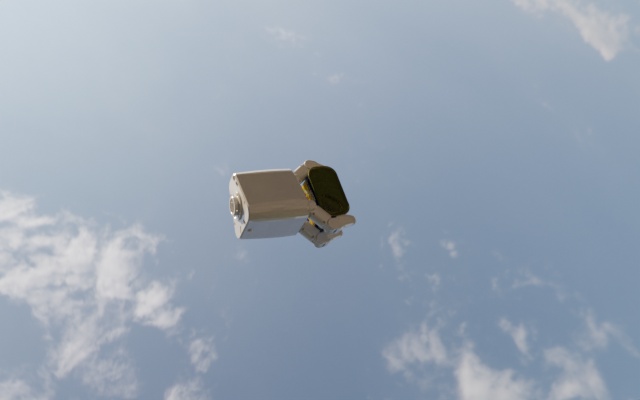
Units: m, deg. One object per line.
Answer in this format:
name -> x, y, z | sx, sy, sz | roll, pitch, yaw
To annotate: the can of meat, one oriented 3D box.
can of meat -> 0.000, 0.003, 0.869 | 0.057, 0.102, 0.084 | -7, -28, -29
